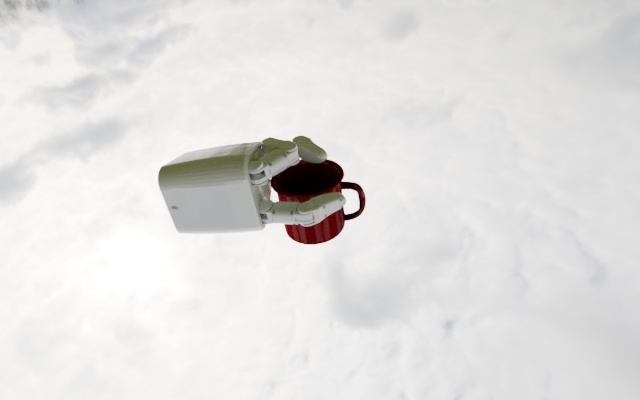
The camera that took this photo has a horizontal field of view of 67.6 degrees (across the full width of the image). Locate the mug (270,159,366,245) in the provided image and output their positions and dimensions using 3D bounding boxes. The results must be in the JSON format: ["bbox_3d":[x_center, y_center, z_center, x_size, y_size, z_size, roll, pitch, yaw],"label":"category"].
[{"bbox_3d":[0.002,0.002,0.616,0.117,0.082,0.093,-3,34,9],"label":"mug"}]
